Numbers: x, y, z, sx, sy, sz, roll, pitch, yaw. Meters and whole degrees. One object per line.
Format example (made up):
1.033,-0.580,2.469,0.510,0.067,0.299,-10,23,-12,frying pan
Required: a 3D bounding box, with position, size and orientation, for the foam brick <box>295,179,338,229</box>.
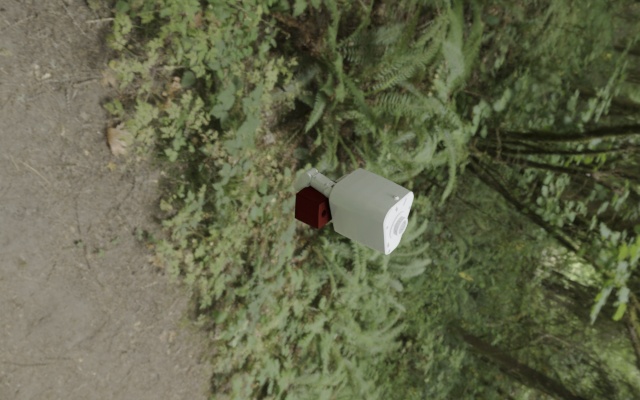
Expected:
0.000,0.003,0.815,0.051,0.053,0.078,26,41,29,foam brick
